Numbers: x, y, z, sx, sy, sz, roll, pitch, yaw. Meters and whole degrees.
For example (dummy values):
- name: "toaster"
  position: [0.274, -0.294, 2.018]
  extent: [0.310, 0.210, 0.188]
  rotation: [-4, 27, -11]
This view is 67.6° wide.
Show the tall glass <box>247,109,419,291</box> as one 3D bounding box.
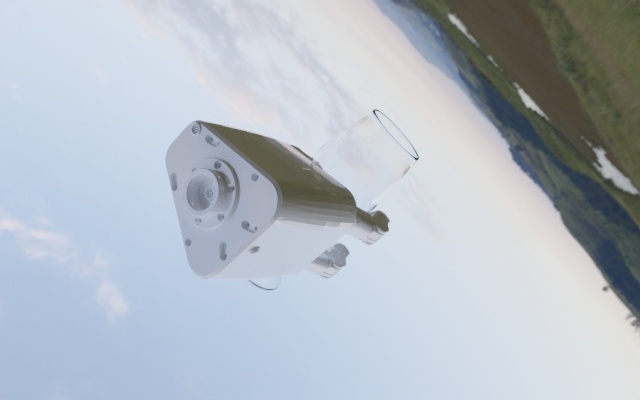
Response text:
- name: "tall glass"
  position: [0.000, 0.002, 0.469]
  extent: [0.201, 0.079, 0.079]
  rotation: [-42, -17, 20]
